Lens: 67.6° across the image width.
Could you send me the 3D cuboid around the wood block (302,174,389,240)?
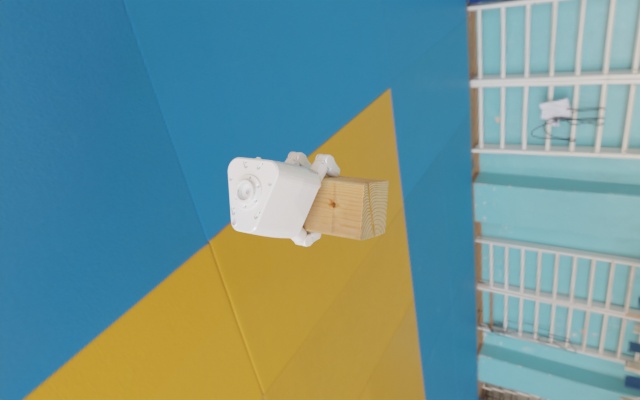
[{"bbox_3d":[0.000,0.003,0.807,0.206,0.091,0.090,8,9,32],"label":"wood block"}]
